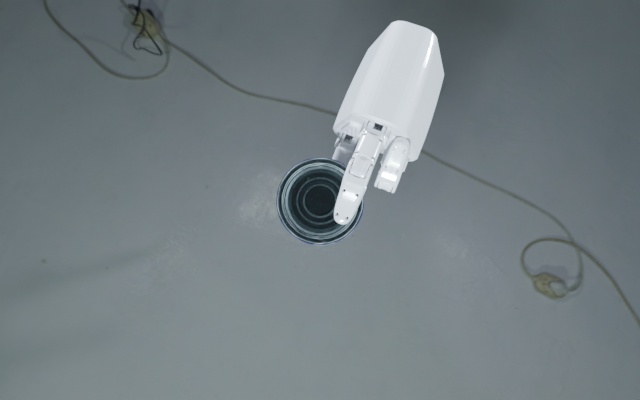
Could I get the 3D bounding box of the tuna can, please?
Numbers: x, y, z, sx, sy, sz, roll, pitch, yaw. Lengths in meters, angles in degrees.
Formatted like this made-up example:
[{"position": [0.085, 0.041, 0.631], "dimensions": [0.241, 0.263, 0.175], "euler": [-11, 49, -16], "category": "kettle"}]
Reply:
[{"position": [0.000, 0.002, 0.468], "dimensions": [0.086, 0.086, 0.034], "euler": [0, -5, 2], "category": "tuna can"}]
